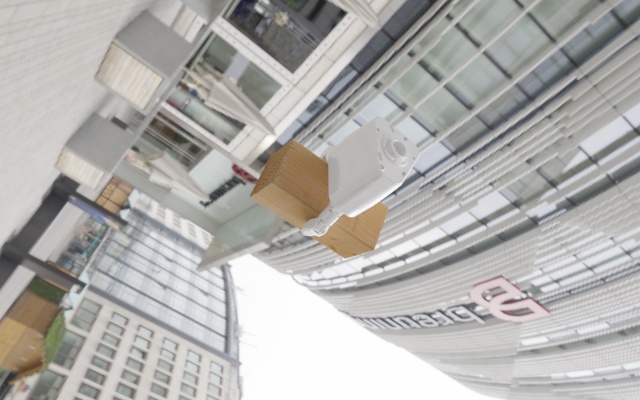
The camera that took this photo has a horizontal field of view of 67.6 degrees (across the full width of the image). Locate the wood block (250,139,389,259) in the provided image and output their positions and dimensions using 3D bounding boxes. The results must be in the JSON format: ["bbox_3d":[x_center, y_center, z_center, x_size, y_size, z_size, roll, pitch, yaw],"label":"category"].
[{"bbox_3d":[0.000,0.003,0.799,0.206,0.090,0.090,35,-31,-19],"label":"wood block"}]
